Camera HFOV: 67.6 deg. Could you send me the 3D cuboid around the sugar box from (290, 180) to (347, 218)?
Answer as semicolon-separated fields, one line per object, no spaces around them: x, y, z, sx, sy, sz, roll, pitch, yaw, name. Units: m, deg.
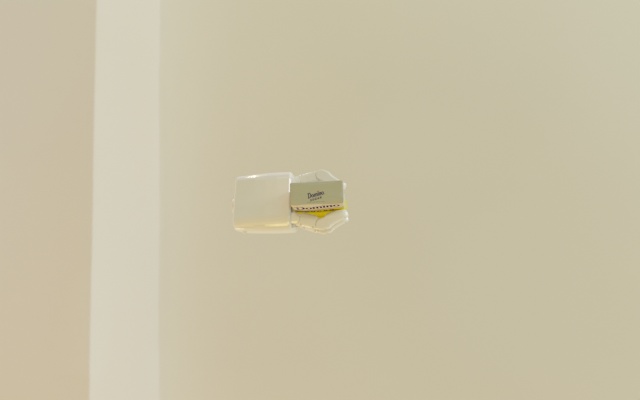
0.000;0.003;0.884;0.093;0.048;0.176;-3;-8;5;sugar box
